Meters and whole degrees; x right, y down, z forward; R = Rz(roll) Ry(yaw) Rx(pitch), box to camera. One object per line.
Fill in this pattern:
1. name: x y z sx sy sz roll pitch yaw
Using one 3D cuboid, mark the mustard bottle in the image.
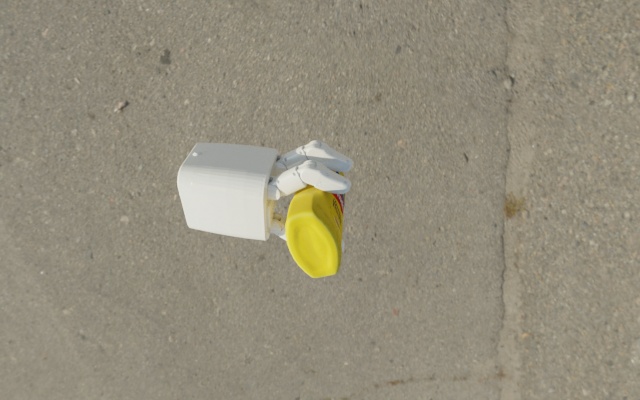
1. mustard bottle: 0.000 0.002 0.610 0.058 0.096 0.191 -14 30 15
